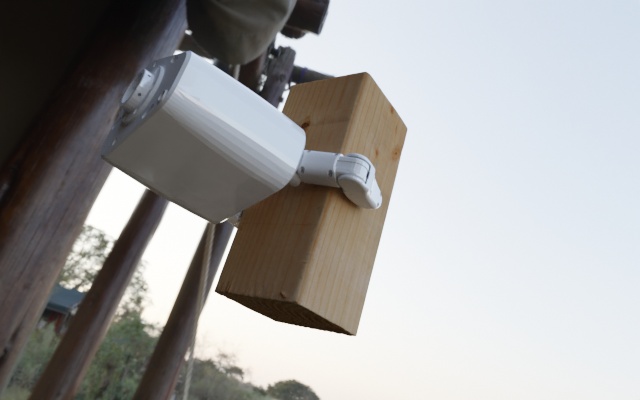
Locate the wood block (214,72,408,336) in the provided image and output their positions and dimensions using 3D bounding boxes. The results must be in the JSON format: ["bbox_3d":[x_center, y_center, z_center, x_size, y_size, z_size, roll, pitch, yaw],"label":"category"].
[{"bbox_3d":[0.000,0.001,0.422,0.091,0.206,0.090,0,-28,36],"label":"wood block"}]
